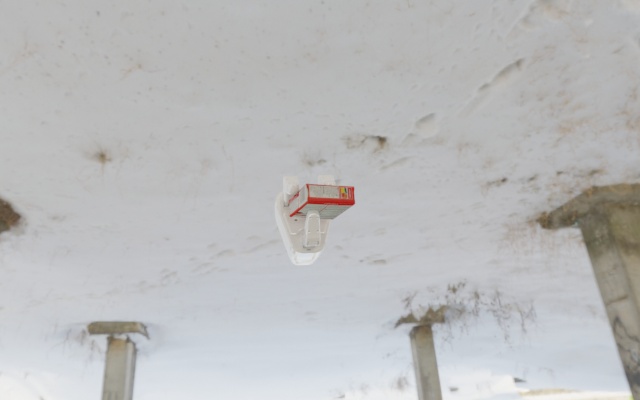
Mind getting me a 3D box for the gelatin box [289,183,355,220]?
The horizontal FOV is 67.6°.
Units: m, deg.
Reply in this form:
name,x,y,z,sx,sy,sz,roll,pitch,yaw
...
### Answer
name,x,y,z,sx,sy,sz,roll,pitch,yaw
gelatin box,0.000,0.003,0.701,0.073,0.030,0.089,3,-17,-20
